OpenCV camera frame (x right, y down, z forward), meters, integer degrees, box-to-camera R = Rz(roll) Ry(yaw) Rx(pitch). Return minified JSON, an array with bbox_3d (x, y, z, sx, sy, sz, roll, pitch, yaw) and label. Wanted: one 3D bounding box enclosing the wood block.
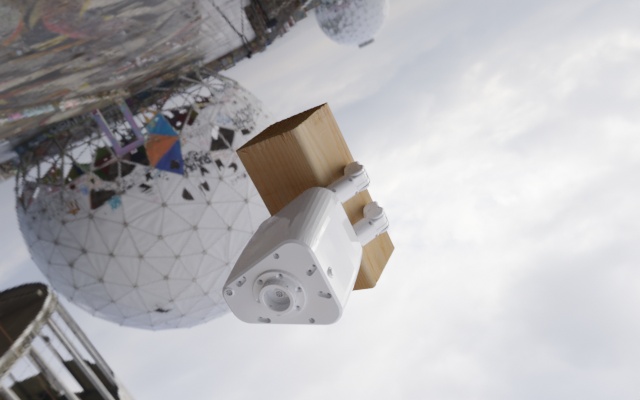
[{"bbox_3d":[0.000,0.002,0.576,0.091,0.206,0.090,-14,22,33],"label":"wood block"}]
